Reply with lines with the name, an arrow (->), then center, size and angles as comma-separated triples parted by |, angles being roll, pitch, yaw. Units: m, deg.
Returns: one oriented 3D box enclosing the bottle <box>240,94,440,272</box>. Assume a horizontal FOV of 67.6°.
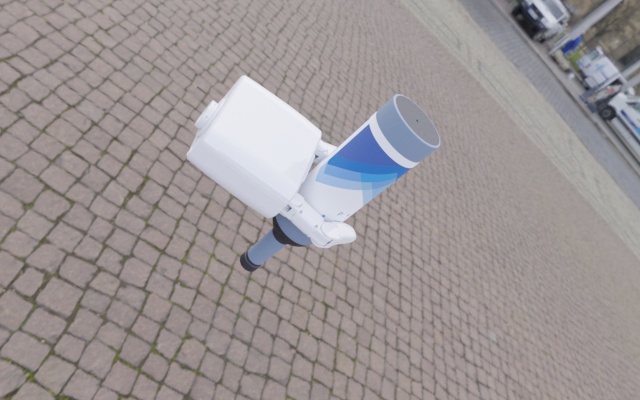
bottle -> 0.000, 0.002, 0.543 | 0.069, 0.069, 0.296 | 0, -33, -50
